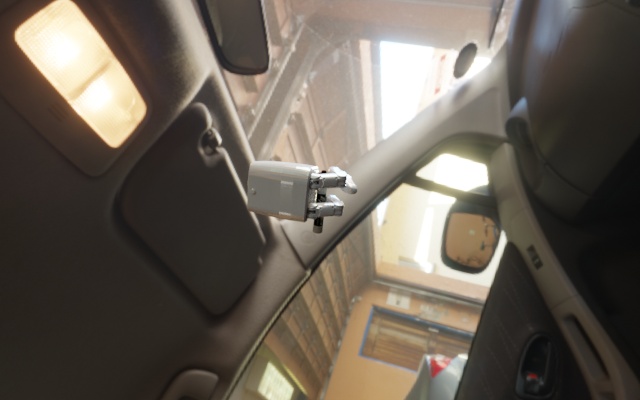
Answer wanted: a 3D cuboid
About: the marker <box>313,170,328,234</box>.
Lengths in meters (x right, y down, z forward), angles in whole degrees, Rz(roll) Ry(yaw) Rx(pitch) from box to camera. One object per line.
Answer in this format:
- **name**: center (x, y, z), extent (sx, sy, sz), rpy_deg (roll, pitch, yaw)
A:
- **marker**: center (0.000, 0.003, 0.872), extent (0.020, 0.121, 0.020), rpy_deg (5, 23, -2)
